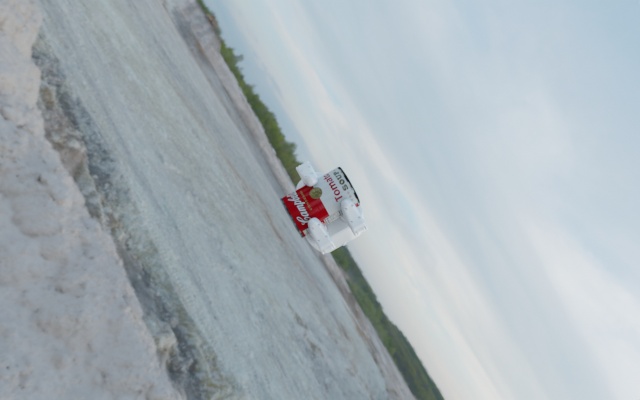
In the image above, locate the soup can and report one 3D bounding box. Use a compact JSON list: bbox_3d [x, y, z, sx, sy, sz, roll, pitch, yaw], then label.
[{"bbox_3d":[0.000,0.002,0.713,0.102,0.068,0.068,-29,1,-1],"label":"soup can"}]
